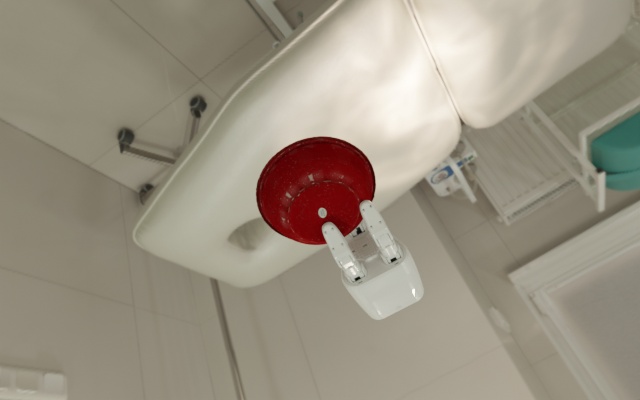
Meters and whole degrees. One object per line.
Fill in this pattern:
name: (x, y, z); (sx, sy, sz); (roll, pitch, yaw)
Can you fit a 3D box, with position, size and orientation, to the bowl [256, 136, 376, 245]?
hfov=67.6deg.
bowl: (-0.001, 0.001, 0.611); (0.162, 0.162, 0.055); (0, 31, -12)
